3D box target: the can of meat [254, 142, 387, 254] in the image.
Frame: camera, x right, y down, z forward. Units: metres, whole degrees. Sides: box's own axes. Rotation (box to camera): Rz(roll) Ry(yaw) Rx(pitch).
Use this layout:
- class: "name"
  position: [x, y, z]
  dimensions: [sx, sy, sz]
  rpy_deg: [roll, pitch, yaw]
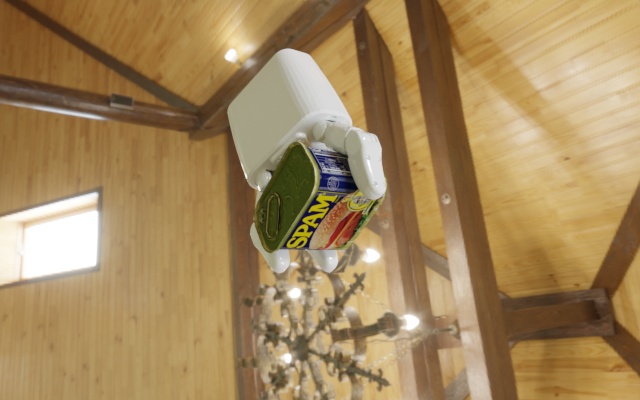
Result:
- class: "can of meat"
  position: [0.000, 0.001, 0.433]
  dimensions: [0.084, 0.057, 0.102]
  rpy_deg: [5, -47, -36]
